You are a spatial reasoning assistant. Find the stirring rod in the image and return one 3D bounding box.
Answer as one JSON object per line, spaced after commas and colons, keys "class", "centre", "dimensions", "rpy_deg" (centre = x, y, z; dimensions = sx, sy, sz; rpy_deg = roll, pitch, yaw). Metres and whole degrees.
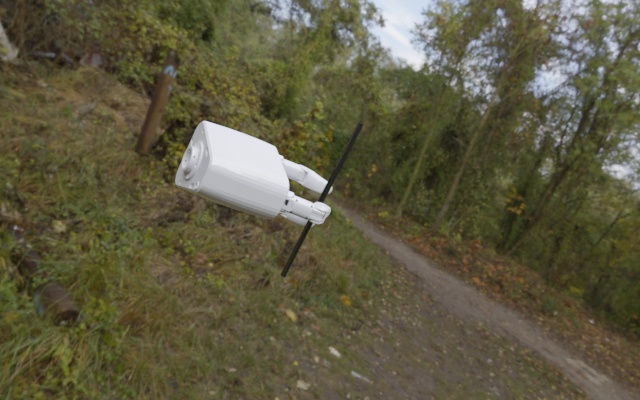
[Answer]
{"class": "stirring rod", "centre": [0.000, 0.002, 0.660], "dimensions": [0.011, 0.239, 0.011], "rpy_deg": [26, 11, -5]}
